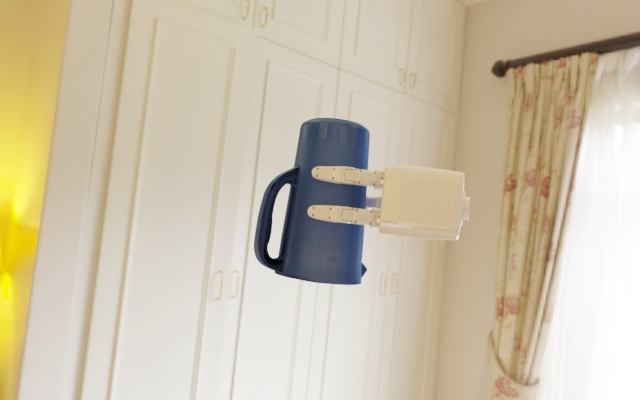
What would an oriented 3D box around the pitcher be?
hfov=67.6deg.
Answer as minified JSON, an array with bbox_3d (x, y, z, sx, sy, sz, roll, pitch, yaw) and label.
[{"bbox_3d":[0.000,0.002,0.723,0.145,0.243,0.149,5,-3,20],"label":"pitcher"}]
